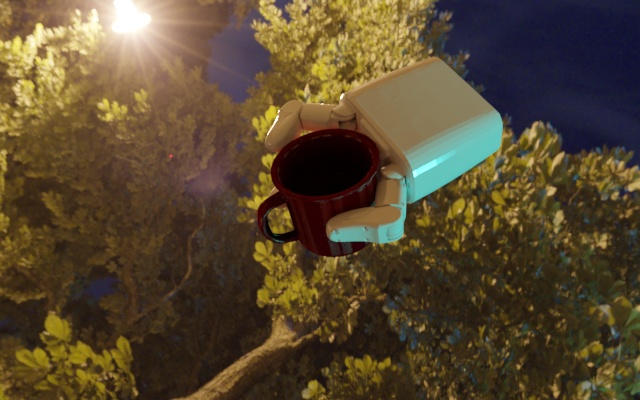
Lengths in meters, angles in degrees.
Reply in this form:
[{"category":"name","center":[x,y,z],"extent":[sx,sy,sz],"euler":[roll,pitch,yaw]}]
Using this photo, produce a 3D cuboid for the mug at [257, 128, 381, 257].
[{"category":"mug","center":[-0.001,0.002,0.422],"extent":[0.117,0.082,0.093],"euler":[-28,45,-15]}]
